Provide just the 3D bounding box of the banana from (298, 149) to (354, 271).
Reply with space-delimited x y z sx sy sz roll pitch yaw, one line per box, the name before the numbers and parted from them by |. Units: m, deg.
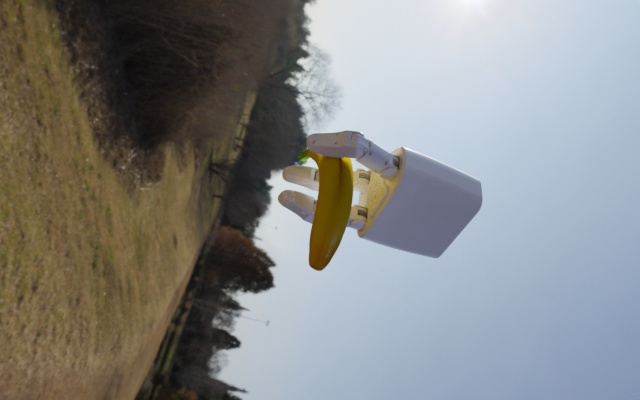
banana | 0.009 -0.014 0.508 0.037 0.070 0.197 21 33 -19
